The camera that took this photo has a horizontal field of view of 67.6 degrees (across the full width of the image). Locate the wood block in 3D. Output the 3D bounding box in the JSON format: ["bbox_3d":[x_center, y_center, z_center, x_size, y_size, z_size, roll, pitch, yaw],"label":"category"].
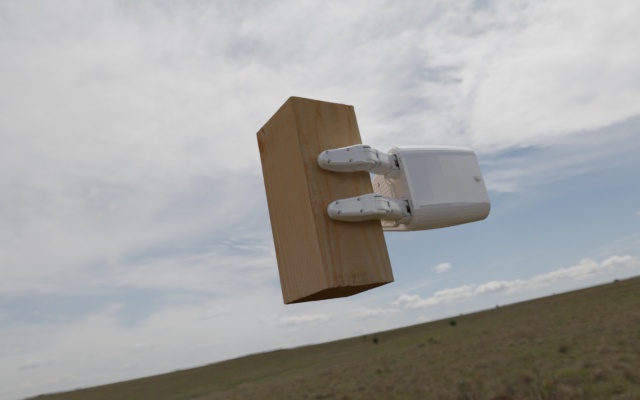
[{"bbox_3d":[0.000,0.002,0.532,0.090,0.206,0.091,1,-21,-33],"label":"wood block"}]
